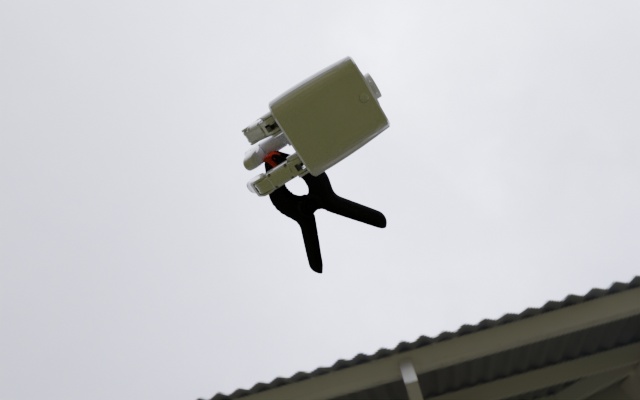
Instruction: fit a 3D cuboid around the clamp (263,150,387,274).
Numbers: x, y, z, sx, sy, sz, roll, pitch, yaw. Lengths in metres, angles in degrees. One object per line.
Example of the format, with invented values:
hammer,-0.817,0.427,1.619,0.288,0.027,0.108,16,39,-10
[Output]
clamp,0.000,0.002,0.603,0.120,0.171,0.039,-31,16,9
